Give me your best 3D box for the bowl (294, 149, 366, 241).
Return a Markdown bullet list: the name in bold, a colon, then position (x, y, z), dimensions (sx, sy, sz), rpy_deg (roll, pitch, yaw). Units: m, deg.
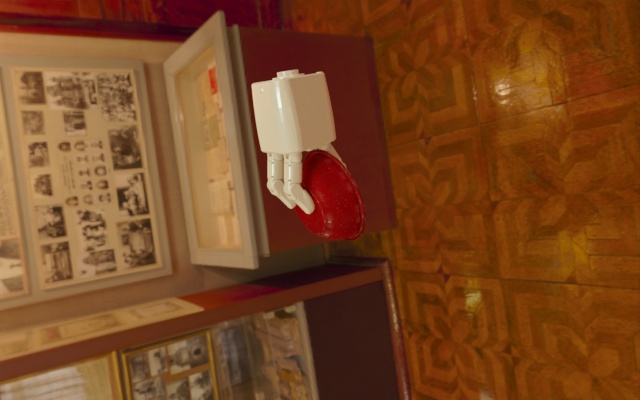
- **bowl**: position (0.000, 0.004, 0.767), dimensions (0.055, 0.162, 0.162), rpy_deg (-27, 13, -27)
